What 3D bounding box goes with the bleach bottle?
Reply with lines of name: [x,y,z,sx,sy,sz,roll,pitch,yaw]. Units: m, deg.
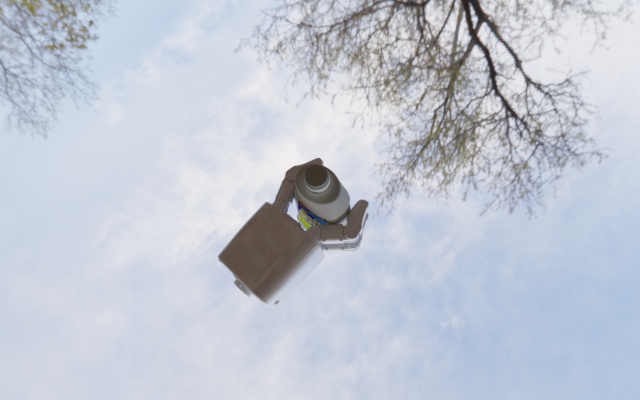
bleach bottle: [0.000,0.002,0.689,0.102,0.068,0.251,42,-9,16]
